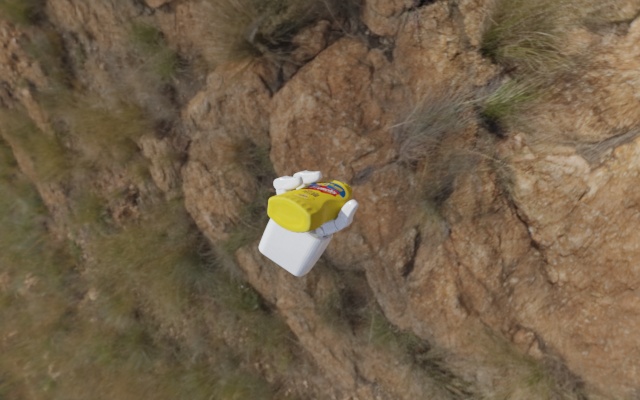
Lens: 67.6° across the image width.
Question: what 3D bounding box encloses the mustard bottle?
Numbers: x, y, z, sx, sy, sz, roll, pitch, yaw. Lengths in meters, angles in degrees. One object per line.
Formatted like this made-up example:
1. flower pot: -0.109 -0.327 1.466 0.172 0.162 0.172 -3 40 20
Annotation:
1. mustard bottle: 0.000 0.003 0.868 0.096 0.058 0.191 19 24 32
